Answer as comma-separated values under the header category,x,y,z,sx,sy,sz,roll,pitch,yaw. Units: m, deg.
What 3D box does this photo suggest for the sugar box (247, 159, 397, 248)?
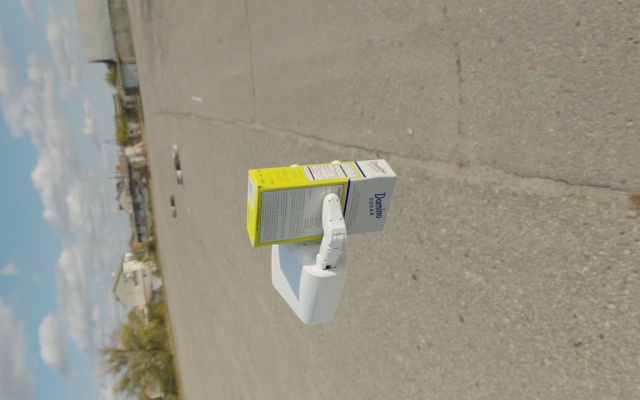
category,x,y,z,sx,sy,sz,roll,pitch,yaw
sugar box,0.000,0.002,0.595,0.176,0.093,0.048,-7,40,-20
